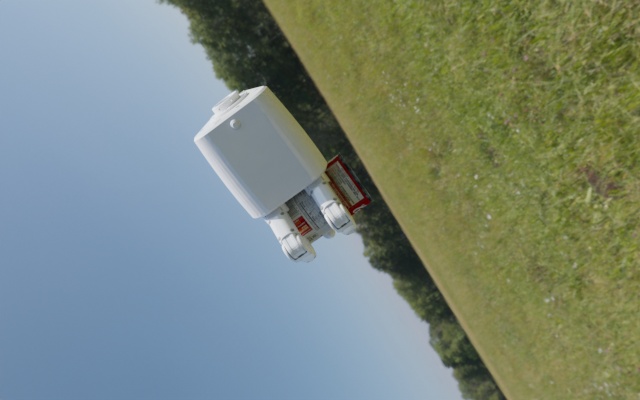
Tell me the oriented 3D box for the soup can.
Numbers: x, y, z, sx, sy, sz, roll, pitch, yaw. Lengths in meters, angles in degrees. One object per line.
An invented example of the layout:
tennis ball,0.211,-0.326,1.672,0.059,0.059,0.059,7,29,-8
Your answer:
soup can,0.000,0.002,0.547,0.102,0.068,0.068,-35,-3,5
